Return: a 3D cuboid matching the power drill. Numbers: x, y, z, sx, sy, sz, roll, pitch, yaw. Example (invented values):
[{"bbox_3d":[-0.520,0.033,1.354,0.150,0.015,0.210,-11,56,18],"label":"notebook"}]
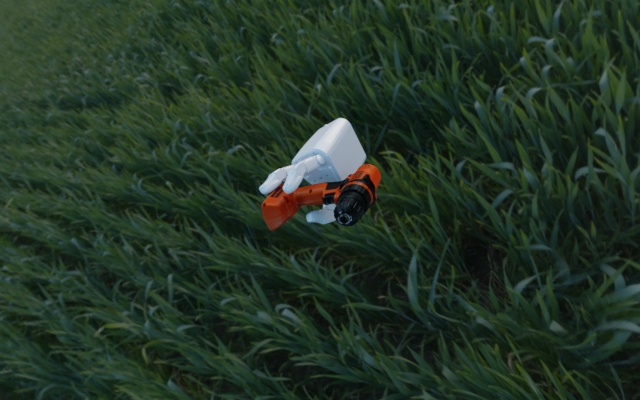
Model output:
[{"bbox_3d":[0.000,0.003,0.796,0.187,0.057,0.184,-9,19,23],"label":"power drill"}]
